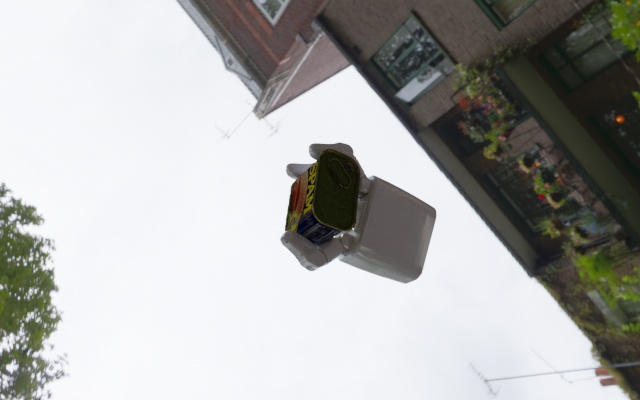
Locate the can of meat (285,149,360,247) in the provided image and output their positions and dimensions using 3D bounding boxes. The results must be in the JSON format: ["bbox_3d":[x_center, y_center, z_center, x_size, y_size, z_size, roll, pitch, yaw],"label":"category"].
[{"bbox_3d":[0.000,0.002,0.584,0.057,0.102,0.084,21,-32,-22],"label":"can of meat"}]
